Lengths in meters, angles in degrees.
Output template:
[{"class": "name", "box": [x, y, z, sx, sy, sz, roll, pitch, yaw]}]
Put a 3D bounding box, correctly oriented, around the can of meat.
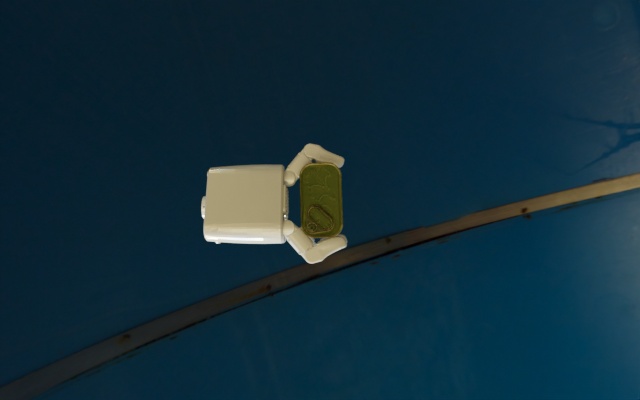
[{"class": "can of meat", "box": [0.000, 0.002, 0.683, 0.057, 0.102, 0.084, -2, -4, -1]}]
